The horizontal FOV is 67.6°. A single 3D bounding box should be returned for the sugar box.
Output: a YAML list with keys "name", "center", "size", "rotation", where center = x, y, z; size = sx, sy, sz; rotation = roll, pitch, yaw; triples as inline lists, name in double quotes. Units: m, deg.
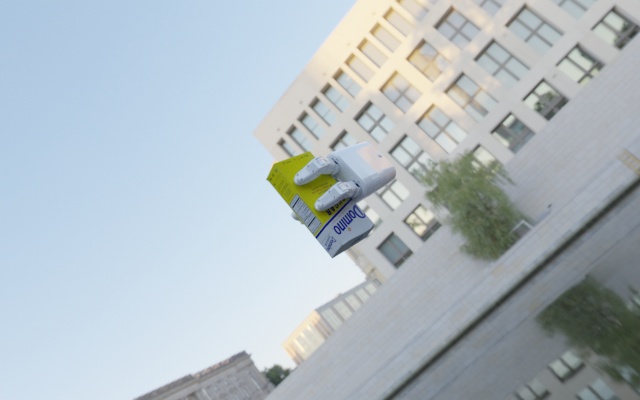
- name: "sugar box"
  center: [0.000, 0.002, 0.785]
  size: [0.093, 0.176, 0.048]
  rotation: [-27, -23, -45]
